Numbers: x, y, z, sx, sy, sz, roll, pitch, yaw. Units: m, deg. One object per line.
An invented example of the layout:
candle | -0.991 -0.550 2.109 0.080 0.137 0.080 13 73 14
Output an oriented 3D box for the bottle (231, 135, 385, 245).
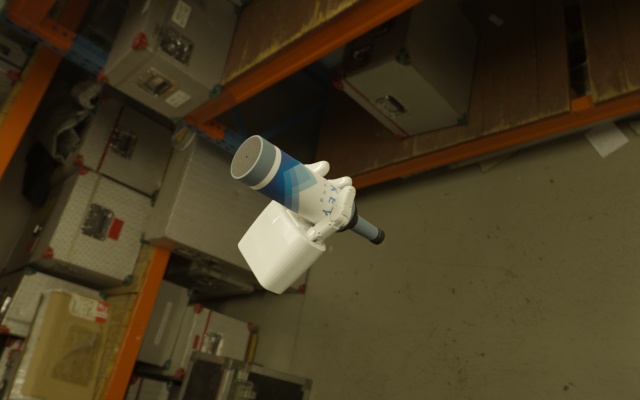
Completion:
bottle | 0.000 0.002 0.731 0.296 0.069 0.069 31 -20 -37
